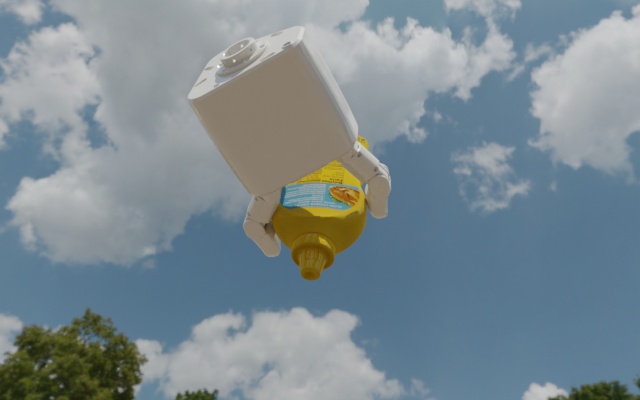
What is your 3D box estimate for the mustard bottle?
[{"bbox_3d":[0.000,0.002,0.492,0.096,0.058,0.191,2,42,6],"label":"mustard bottle"}]
